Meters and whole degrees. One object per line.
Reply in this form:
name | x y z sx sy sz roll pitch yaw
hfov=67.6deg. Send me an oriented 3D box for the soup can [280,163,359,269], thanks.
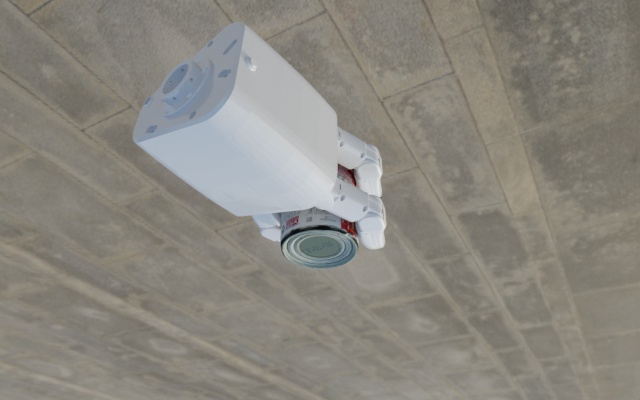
soup can | 0.000 0.002 0.431 0.068 0.102 0.069 1 -36 0
